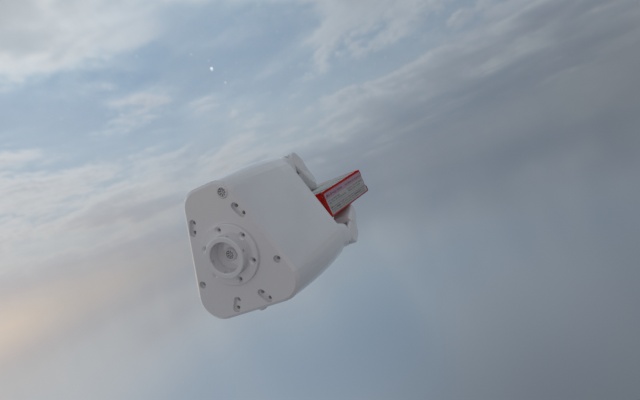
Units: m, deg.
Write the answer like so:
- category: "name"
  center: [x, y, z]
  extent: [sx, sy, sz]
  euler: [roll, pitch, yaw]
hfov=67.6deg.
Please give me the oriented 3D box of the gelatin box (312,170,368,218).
- category: "gelatin box"
  center: [0.000, 0.001, 0.523]
  extent: [0.073, 0.030, 0.089]
  euler: [-20, 9, 36]
